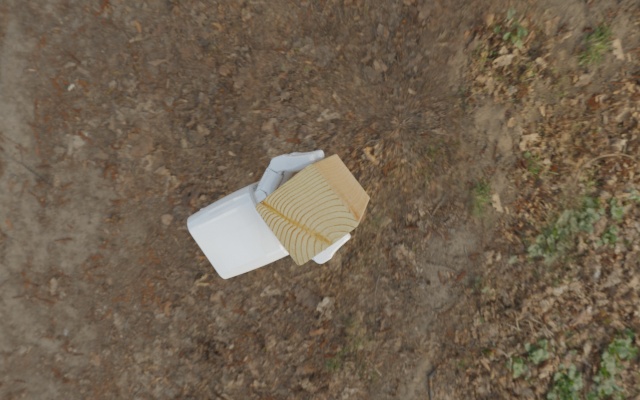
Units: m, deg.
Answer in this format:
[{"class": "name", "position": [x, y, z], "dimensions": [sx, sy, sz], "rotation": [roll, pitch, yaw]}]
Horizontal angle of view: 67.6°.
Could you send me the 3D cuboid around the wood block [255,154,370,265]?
[{"class": "wood block", "position": [0.000, 0.003, 0.646], "dimensions": [0.090, 0.091, 0.206], "rotation": [-36, 2, 13]}]
